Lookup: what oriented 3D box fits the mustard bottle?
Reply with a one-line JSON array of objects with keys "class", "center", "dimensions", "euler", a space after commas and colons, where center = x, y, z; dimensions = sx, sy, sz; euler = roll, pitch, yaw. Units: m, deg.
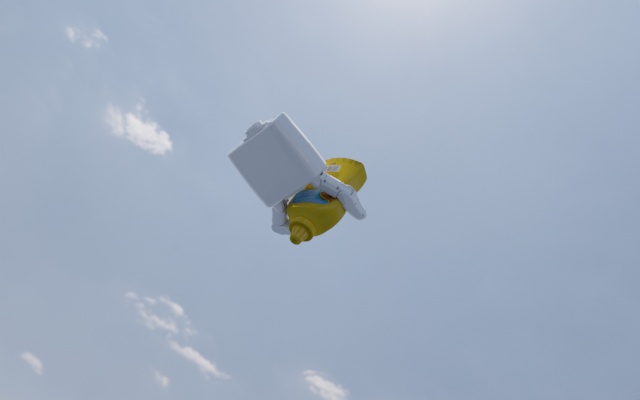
[{"class": "mustard bottle", "center": [0.000, 0.003, 0.767], "dimensions": [0.096, 0.058, 0.191], "euler": [2, 36, 28]}]
